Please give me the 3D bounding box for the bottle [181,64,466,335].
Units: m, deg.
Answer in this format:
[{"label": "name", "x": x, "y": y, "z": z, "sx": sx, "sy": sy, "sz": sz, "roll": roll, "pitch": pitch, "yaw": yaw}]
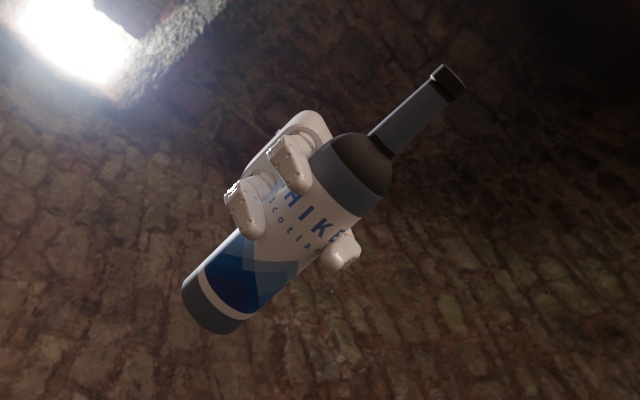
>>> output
[{"label": "bottle", "x": 0.000, "y": 0.002, "z": 0.407, "sx": 0.296, "sy": 0.069, "sz": 0.069, "roll": -43, "pitch": -14, "yaw": 16}]
